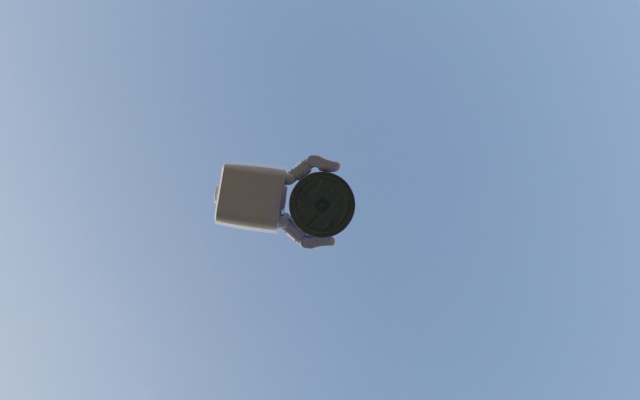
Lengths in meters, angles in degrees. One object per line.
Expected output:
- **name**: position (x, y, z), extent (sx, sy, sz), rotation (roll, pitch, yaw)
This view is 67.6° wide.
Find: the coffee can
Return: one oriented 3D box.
- **coffee can**: position (0.000, 0.003, 0.800), extent (0.103, 0.103, 0.140), rotation (0, 4, -2)
